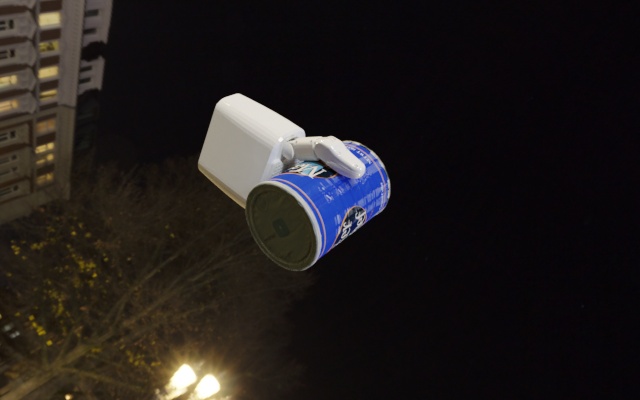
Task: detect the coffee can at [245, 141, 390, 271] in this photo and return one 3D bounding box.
[{"bbox_3d":[0.000,0.002,0.546,0.103,0.103,0.140,0,23,42],"label":"coffee can"}]
